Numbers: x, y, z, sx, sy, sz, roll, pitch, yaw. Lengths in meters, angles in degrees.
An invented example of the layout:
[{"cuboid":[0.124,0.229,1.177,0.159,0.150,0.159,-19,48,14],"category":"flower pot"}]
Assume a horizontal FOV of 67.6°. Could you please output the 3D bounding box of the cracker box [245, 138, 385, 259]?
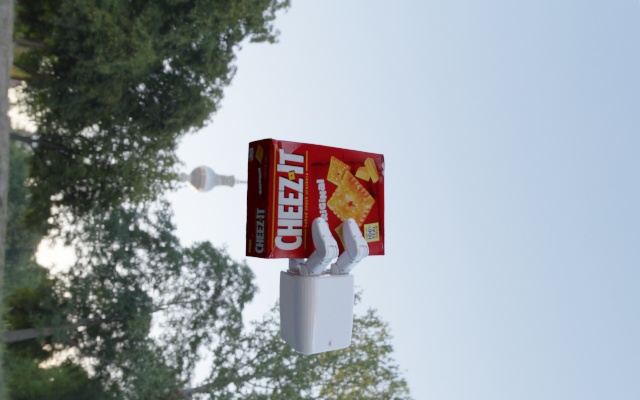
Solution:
[{"cuboid":[0.000,0.002,0.707,0.214,0.164,0.072,3,-4,-37],"category":"cracker box"}]
